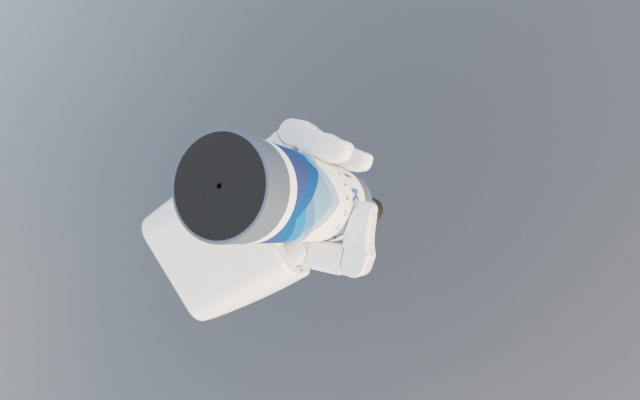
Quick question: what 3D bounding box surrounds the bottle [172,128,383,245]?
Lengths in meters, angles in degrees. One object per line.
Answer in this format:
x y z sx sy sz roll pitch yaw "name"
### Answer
0.000 0.001 0.402 0.069 0.069 0.296 0 -4 23 "bottle"
